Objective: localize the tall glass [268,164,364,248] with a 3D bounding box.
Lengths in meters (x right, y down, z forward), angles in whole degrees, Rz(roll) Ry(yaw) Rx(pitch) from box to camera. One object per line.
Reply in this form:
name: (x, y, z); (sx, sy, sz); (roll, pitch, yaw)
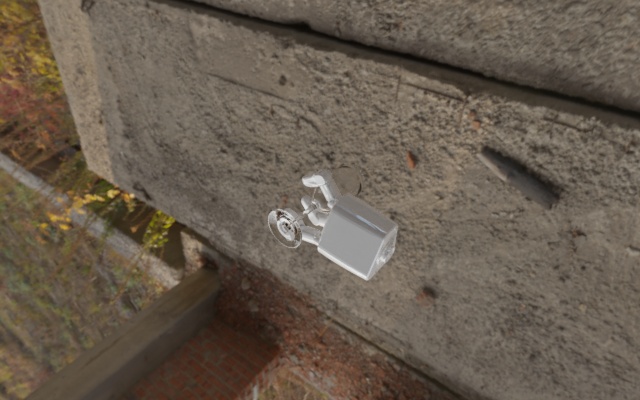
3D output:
tall glass: (0.000, 0.003, 0.861); (0.079, 0.079, 0.201); (0, 27, 42)
